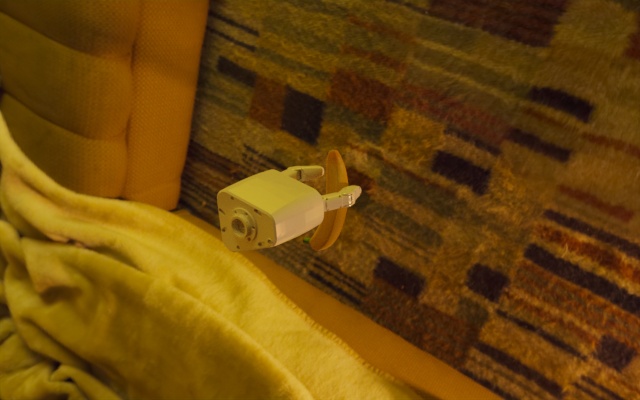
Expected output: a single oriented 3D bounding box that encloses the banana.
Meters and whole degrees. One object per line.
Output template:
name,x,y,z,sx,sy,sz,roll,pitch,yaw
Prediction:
banana,0.013,0.015,0.784,0.069,0.198,0.037,36,36,26
